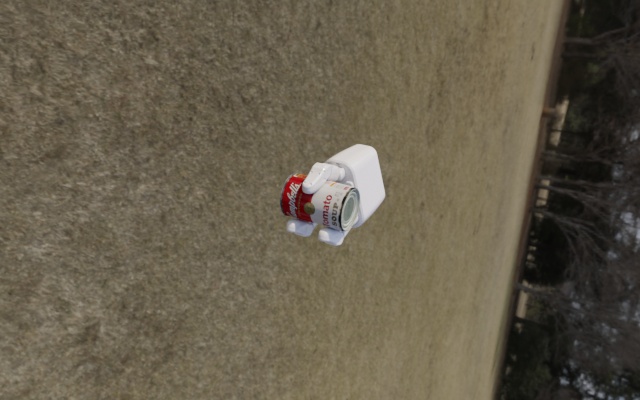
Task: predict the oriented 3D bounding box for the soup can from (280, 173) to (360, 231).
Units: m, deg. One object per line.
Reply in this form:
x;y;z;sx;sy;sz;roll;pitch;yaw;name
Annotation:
0.000;0.002;0.712;0.102;0.068;0.068;15;6;25;soup can
